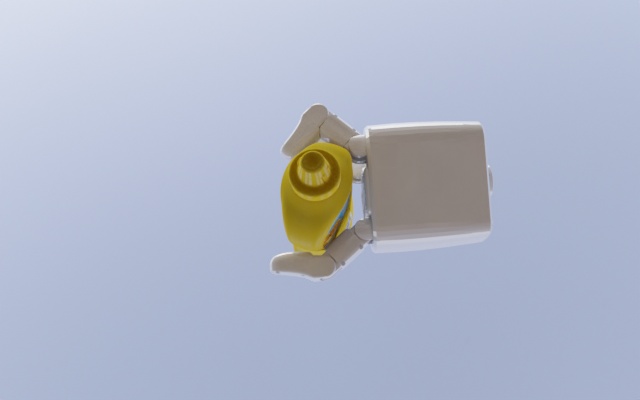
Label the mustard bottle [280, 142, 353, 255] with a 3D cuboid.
[{"bbox_3d":[0.000,0.001,0.439,0.058,0.096,0.192,19,-16,9],"label":"mustard bottle"}]
